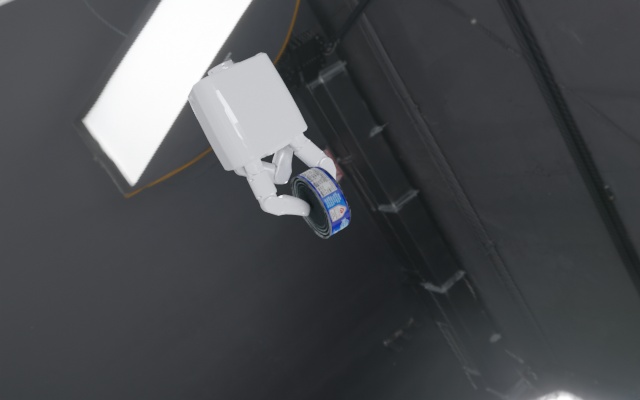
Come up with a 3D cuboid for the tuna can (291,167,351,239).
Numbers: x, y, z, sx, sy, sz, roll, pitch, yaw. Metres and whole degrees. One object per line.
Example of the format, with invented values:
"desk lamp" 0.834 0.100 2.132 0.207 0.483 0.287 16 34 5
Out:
"tuna can" 0.001 0.002 0.591 0.033 0.086 0.086 -29 11 -20
